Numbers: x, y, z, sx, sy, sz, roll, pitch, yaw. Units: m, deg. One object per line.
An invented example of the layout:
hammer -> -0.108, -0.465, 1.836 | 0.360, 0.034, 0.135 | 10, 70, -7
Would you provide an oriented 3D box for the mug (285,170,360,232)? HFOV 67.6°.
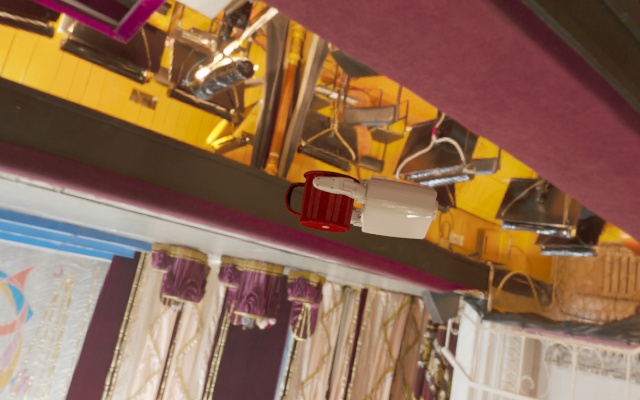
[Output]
mug -> -0.001, 0.002, 0.766 | 0.117, 0.081, 0.093 | 8, -12, 8
